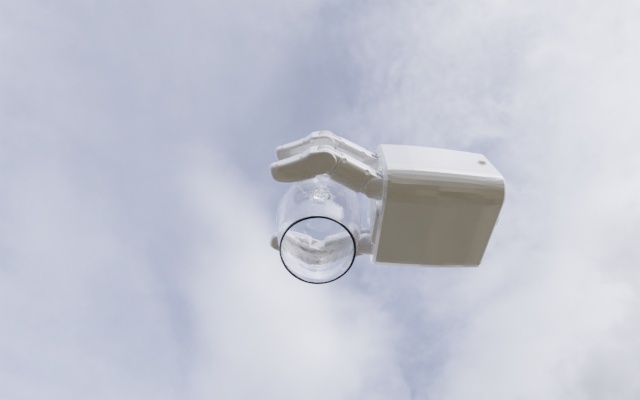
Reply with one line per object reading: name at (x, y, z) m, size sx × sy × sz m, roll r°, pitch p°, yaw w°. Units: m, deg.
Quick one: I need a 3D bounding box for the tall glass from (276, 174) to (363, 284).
tall glass at (0.000, 0.001, 0.469) m, size 0.079 × 0.079 × 0.201 m, roll 0°, pitch 23°, yaw 2°
